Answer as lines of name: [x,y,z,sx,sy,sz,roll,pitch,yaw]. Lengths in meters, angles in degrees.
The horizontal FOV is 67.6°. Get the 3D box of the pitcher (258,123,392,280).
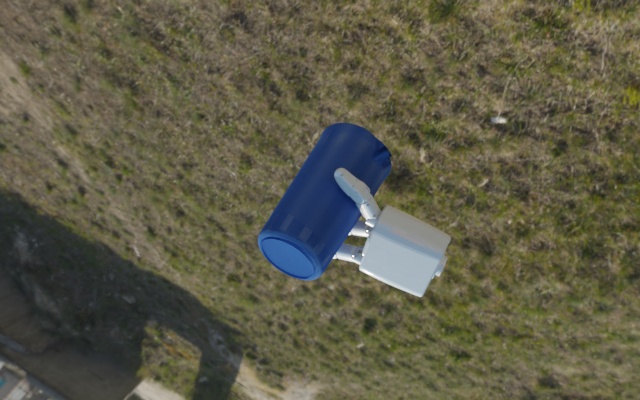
pitcher: [0.000,0.003,0.754,0.145,0.242,0.149,26,-35,11]
